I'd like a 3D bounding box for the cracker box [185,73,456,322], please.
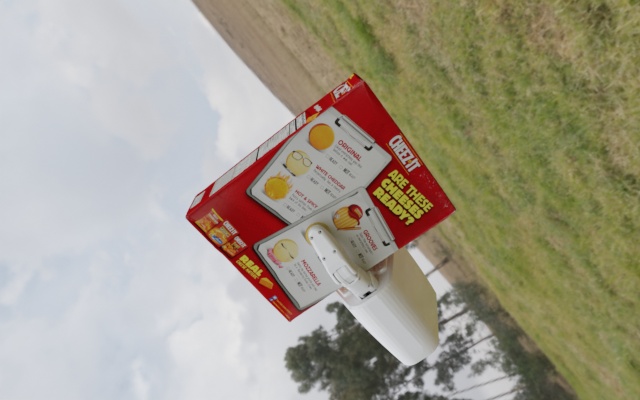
[{"bbox_3d":[0.000,0.002,0.492,0.214,0.164,0.072,-36,21,11],"label":"cracker box"}]
